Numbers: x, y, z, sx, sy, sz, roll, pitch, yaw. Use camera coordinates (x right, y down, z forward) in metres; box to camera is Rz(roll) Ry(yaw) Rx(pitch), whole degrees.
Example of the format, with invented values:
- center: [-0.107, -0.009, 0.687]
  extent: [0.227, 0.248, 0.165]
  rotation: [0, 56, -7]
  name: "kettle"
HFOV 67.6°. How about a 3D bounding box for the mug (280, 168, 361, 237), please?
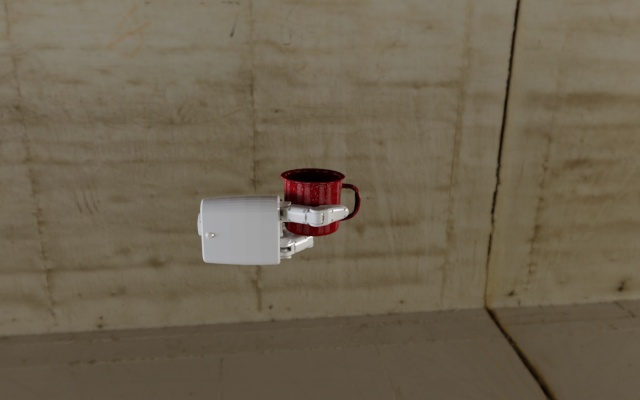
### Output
- center: [0.002, 0.002, 0.697]
  extent: [0.117, 0.081, 0.093]
  rotation: [0, 16, -3]
  name: "mug"
